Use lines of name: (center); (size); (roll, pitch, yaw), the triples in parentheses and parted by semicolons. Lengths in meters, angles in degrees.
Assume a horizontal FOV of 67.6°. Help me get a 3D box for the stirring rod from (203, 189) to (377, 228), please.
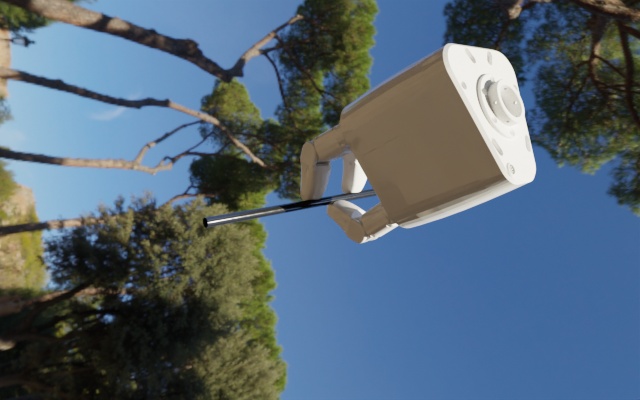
stirring rod: (0.000, 0.002, 0.448); (0.239, 0.011, 0.011); (-10, 7, -41)
